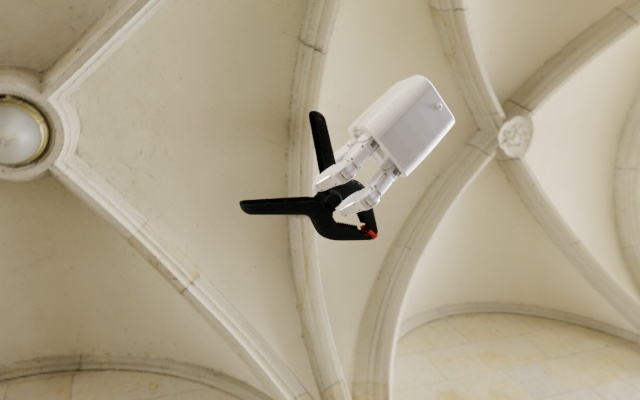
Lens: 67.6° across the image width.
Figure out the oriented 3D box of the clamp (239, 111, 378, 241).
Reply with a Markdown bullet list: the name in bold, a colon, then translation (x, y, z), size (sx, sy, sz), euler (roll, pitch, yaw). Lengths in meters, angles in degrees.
- **clamp**: translation (0.000, 0.002, 0.674), size (0.210, 0.164, 0.036), euler (46, -3, -30)
